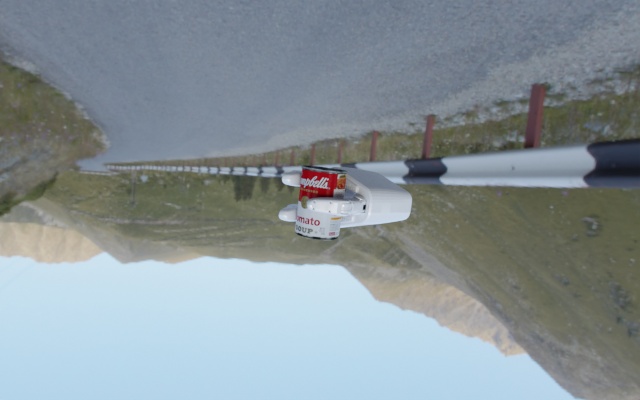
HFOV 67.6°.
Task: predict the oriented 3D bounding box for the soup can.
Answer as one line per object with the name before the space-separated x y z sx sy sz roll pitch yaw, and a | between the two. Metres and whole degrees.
soup can | 0.000 0.003 0.714 0.068 0.102 0.068 7 8 -1
